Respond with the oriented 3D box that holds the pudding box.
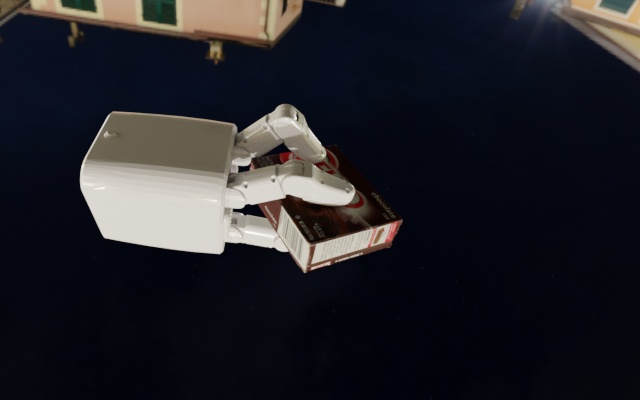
[{"bbox_3d":[0.000,0.001,0.412,0.090,0.039,0.113,-13,49,-29],"label":"pudding box"}]
